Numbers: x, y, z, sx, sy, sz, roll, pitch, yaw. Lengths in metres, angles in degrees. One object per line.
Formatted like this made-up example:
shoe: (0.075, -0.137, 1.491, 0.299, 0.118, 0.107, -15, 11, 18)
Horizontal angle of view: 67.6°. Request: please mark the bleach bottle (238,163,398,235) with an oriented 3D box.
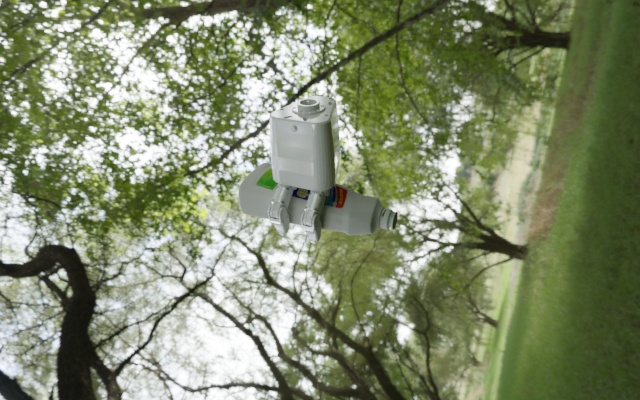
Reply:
bleach bottle: (0.000, 0.003, 0.761, 0.251, 0.068, 0.102, 11, 35, 21)
